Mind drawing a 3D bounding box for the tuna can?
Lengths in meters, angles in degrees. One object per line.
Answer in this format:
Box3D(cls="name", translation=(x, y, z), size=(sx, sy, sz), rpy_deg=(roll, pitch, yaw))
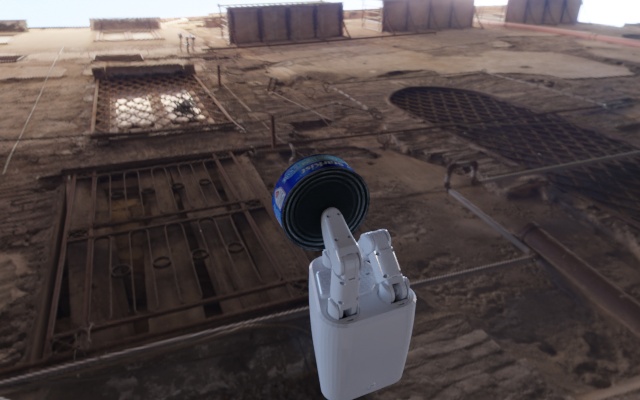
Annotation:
Box3D(cls="tuna can", translation=(0.000, 0.001, 0.439), size=(0.086, 0.086, 0.033), rpy_deg=(0, 29, -25))
